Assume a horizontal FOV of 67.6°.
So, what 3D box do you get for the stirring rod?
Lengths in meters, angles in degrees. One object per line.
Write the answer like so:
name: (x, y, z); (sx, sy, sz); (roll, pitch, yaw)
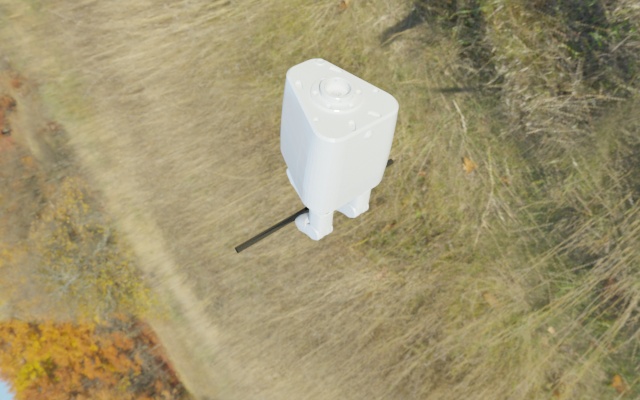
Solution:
stirring rod: (0.000, 0.002, 0.589); (0.239, 0.011, 0.011); (-30, 13, -24)
